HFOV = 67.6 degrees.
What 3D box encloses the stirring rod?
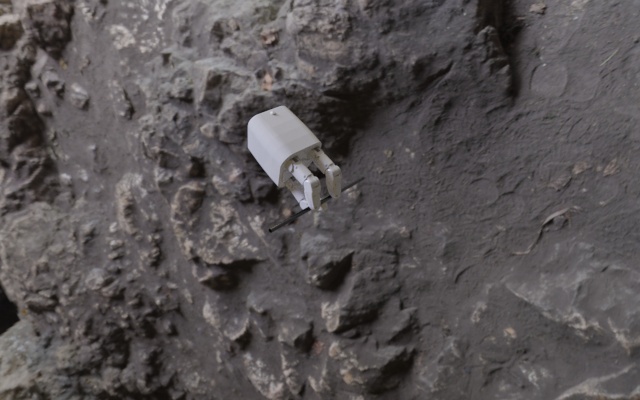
[{"bbox_3d":[0.000,0.003,0.858,0.239,0.011,0.011,-30,19,-38],"label":"stirring rod"}]
